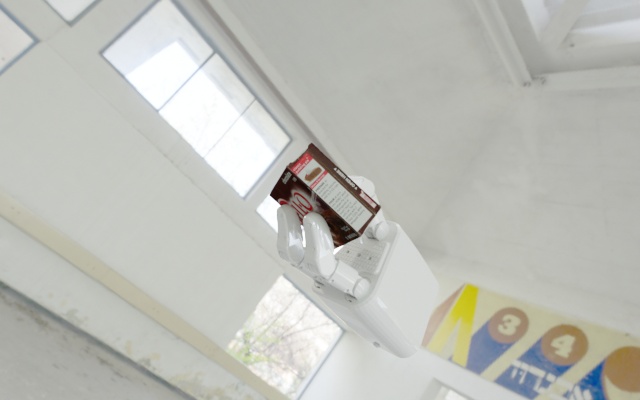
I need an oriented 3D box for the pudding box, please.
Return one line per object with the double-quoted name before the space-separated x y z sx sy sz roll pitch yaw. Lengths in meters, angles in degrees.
"pudding box" 0.000 0.001 0.465 0.090 0.039 0.113 42 -21 -2
